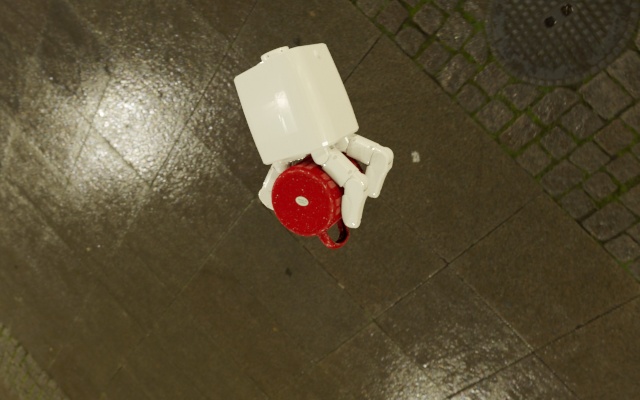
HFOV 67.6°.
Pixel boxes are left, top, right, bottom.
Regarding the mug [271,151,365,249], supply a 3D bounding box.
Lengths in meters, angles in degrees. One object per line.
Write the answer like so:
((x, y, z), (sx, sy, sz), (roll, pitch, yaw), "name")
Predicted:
((0.000, 0.003, 0.557), (0.093, 0.117, 0.081), (-15, 12, 31), "mug")
